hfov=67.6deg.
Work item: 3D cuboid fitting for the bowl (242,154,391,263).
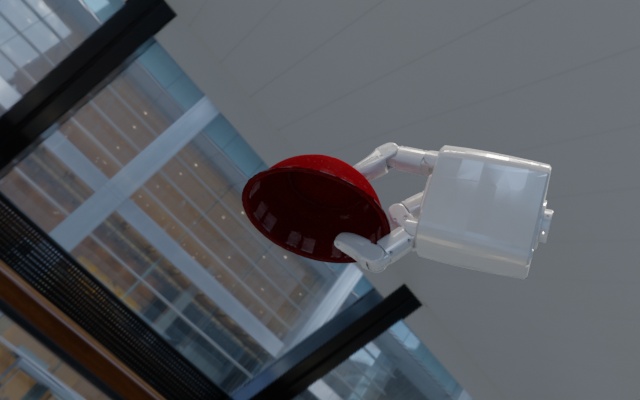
[{"bbox_3d":[-0.001,0.001,0.517,0.162,0.055,0.162,12,-37,9],"label":"bowl"}]
